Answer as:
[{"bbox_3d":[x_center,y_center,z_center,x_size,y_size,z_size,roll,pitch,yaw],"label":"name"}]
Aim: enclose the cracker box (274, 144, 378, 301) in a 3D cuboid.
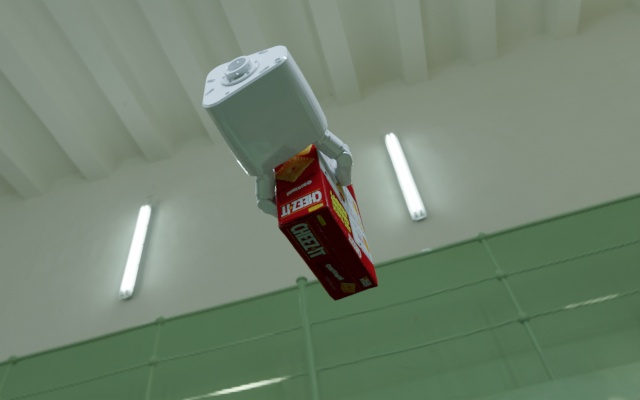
[{"bbox_3d":[0.000,0.002,0.651,0.072,0.213,0.164,-23,-50,12],"label":"cracker box"}]
